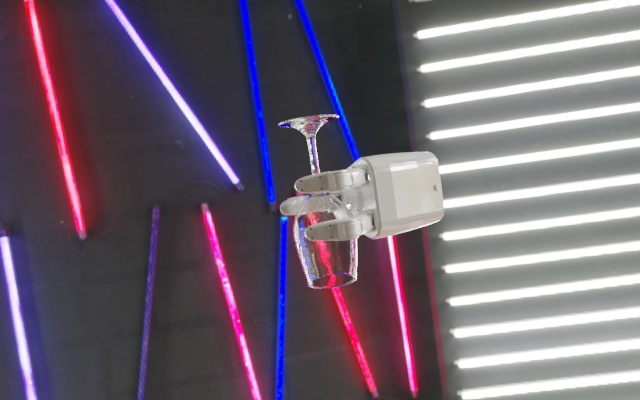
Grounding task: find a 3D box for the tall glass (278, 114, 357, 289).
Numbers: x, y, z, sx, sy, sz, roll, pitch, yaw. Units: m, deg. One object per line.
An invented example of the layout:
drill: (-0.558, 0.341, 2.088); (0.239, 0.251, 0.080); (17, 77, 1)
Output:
tall glass: (0.000, 0.001, 0.581); (0.079, 0.201, 0.079); (-8, 3, 0)
